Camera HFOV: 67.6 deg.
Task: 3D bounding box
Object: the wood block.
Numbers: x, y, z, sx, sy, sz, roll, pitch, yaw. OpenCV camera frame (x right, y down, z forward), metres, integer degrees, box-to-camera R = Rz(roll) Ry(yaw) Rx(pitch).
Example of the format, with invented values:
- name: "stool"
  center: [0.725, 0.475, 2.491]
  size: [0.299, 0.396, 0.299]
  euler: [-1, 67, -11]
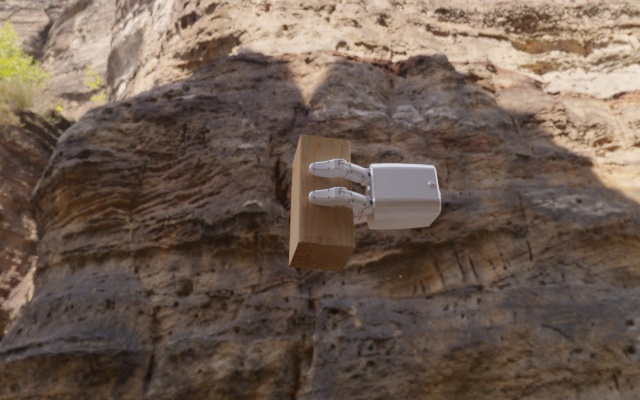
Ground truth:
- name: "wood block"
  center: [0.000, 0.003, 0.795]
  size: [0.090, 0.206, 0.091]
  euler: [6, -33, -9]
